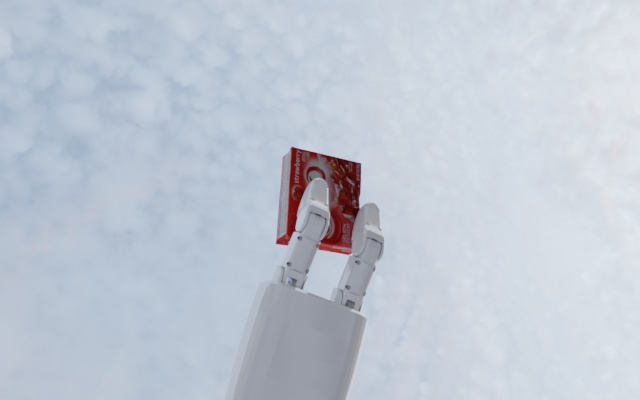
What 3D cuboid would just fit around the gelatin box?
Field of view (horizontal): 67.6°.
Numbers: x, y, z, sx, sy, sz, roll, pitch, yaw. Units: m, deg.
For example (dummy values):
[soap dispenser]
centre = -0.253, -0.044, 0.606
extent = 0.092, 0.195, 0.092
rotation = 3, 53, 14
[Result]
[gelatin box]
centre = 0.000, 0.001, 0.443
extent = 0.073, 0.089, 0.030
rotation = 11, -22, -22
